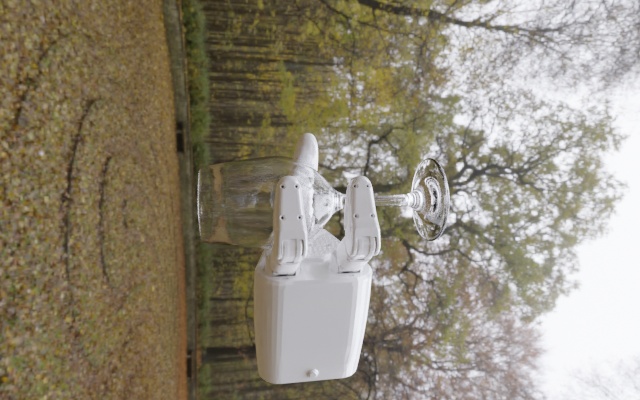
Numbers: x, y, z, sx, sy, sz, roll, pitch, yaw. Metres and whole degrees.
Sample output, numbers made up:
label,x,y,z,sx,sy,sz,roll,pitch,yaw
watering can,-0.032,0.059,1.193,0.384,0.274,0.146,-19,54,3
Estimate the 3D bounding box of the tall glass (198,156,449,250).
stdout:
label,x,y,z,sx,sy,sz,roll,pitch,yaw
tall glass,0.001,0.001,0.405,0.201,0.079,0.079,-1,0,-12
